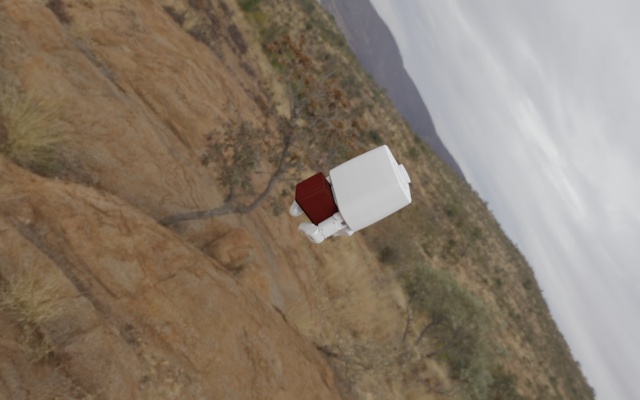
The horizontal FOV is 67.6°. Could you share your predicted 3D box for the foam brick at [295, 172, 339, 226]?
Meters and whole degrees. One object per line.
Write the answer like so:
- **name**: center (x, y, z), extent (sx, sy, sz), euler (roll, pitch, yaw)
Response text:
- **foam brick**: center (0.000, 0.002, 0.788), extent (0.051, 0.078, 0.053), euler (-27, 32, 16)
